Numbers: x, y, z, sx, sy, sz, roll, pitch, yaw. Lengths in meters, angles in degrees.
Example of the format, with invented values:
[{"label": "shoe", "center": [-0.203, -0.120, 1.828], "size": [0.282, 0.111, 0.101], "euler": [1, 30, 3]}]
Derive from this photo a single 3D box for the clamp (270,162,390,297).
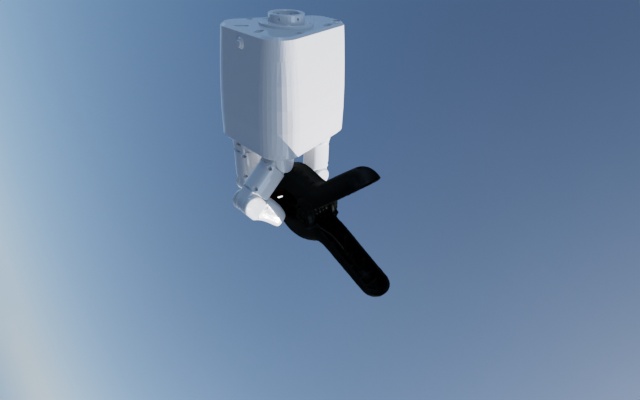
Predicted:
[{"label": "clamp", "center": [0.000, 0.001, 0.437], "size": [0.039, 0.120, 0.171], "euler": [-22, 39, -35]}]
